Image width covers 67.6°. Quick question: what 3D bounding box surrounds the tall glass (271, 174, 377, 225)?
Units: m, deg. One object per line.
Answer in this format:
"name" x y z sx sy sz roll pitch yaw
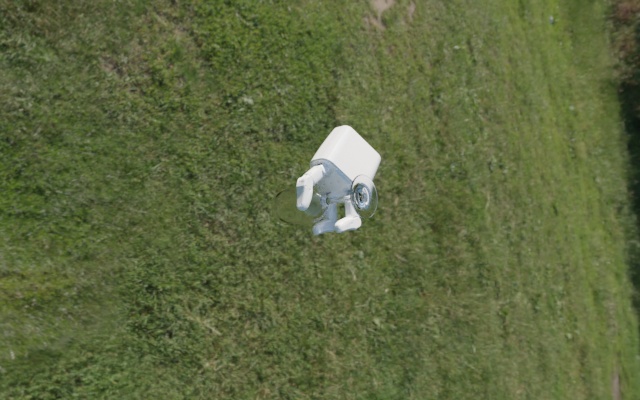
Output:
"tall glass" 0.001 0.003 0.863 0.201 0.079 0.079 -8 -5 41
